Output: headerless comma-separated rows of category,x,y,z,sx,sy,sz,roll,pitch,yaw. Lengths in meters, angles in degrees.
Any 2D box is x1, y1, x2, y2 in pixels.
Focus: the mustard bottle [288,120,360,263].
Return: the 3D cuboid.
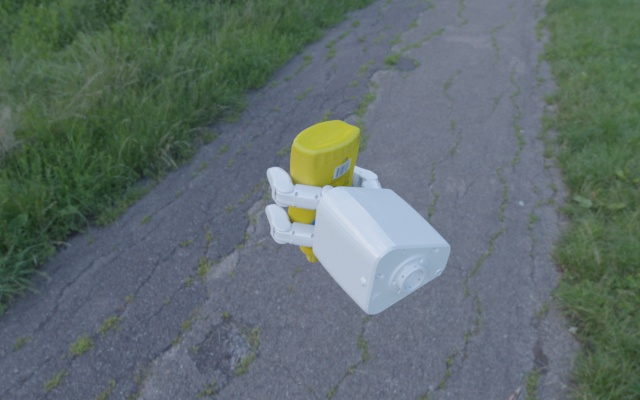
mustard bottle,0.000,0.002,0.597,0.058,0.192,0.096,27,40,26
